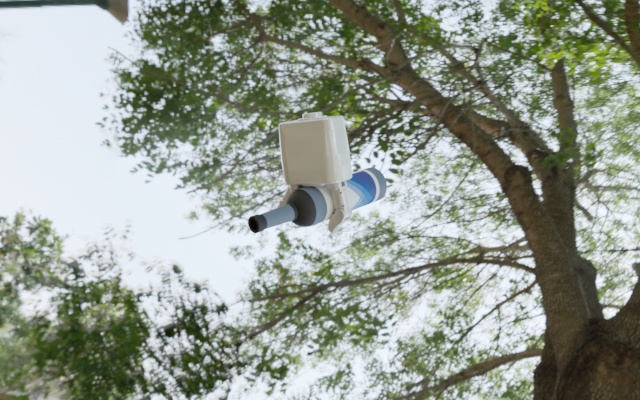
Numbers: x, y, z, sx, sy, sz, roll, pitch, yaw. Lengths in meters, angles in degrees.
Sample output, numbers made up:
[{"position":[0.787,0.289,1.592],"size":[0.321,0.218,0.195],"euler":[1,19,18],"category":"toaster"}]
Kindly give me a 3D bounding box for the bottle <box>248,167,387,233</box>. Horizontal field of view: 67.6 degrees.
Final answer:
[{"position":[0.000,0.003,0.824],"size":[0.069,0.069,0.295],"euler":[0,13,46],"category":"bottle"}]
